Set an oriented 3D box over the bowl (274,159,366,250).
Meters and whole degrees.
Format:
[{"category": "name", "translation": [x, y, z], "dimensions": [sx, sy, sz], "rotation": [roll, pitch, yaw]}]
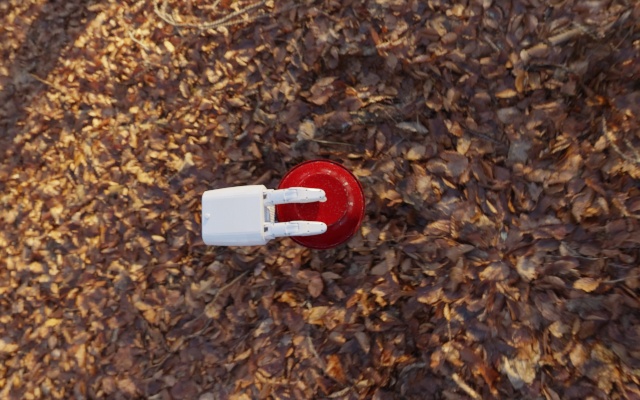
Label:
[{"category": "bowl", "translation": [0.001, 0.002, 0.818], "dimensions": [0.162, 0.162, 0.055], "rotation": [0, -8, -2]}]
